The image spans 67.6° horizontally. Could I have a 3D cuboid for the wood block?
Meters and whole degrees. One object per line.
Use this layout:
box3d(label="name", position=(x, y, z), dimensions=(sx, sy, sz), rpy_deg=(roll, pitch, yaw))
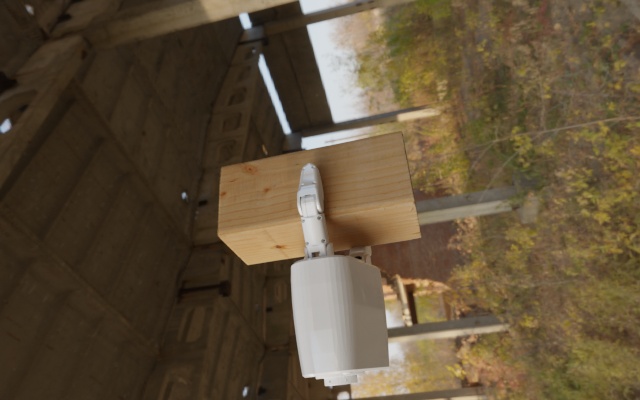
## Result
box3d(label="wood block", position=(0.000, 0.002, 0.535), dimensions=(0.206, 0.090, 0.091), rpy_deg=(-10, -31, 11))
